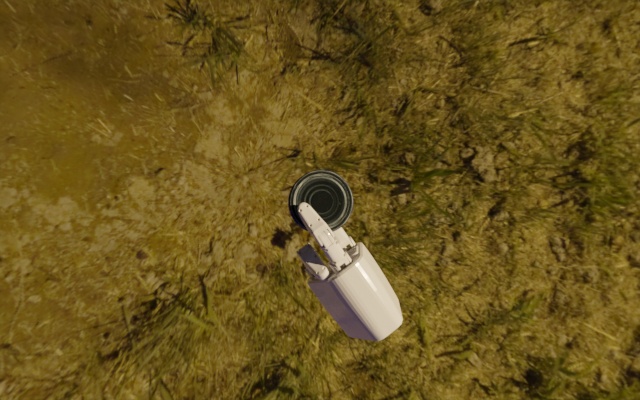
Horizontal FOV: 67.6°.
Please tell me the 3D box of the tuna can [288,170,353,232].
[{"bbox_3d":[0.000,0.002,0.636,0.086,0.086,0.034,0,-2,-5],"label":"tuna can"}]
